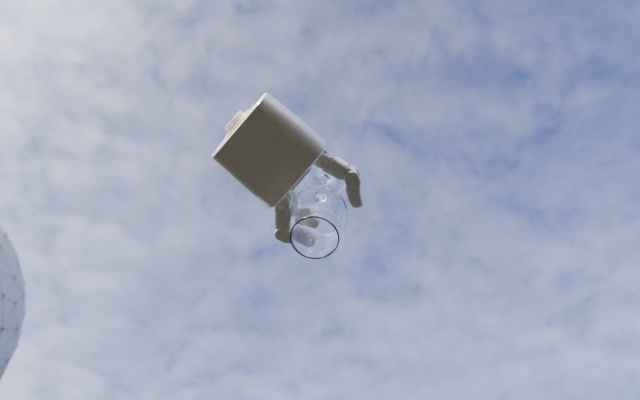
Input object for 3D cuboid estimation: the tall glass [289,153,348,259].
[{"bbox_3d":[0.000,0.002,0.675,0.079,0.079,0.201,0,27,5],"label":"tall glass"}]
